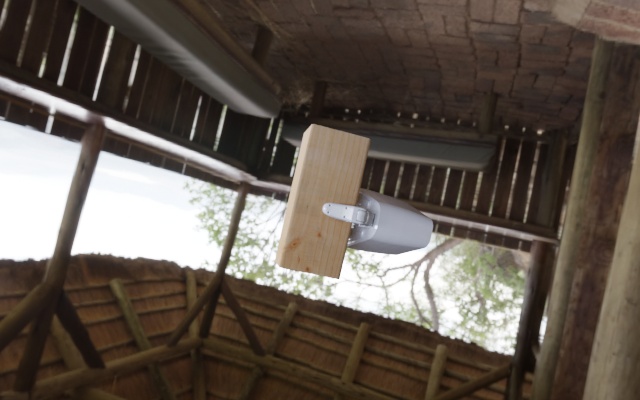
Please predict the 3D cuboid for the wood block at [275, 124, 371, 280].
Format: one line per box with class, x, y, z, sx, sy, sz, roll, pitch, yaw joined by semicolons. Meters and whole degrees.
wood block;0.001;0.003;0.710;0.090;0.206;0.091;13;-3;-10
